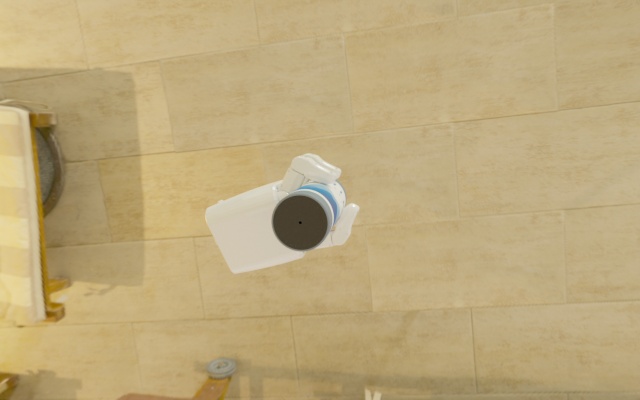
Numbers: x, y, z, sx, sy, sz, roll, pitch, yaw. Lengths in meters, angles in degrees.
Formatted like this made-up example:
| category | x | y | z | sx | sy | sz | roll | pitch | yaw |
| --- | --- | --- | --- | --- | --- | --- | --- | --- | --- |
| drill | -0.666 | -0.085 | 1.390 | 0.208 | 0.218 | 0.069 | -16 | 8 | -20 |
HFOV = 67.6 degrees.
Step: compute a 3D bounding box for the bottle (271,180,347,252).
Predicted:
| category | x | y | z | sx | sy | sz | roll | pitch | yaw |
| --- | --- | --- | --- | --- | --- | --- | --- | --- | --- |
| bottle | 0.000 | 0.002 | 0.672 | 0.069 | 0.069 | 0.295 | 0 | 9 | 9 |
